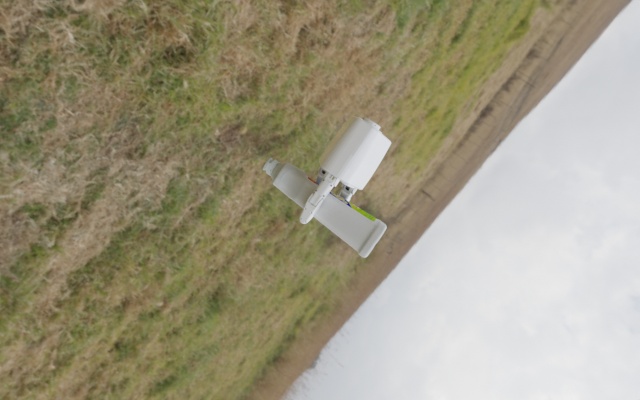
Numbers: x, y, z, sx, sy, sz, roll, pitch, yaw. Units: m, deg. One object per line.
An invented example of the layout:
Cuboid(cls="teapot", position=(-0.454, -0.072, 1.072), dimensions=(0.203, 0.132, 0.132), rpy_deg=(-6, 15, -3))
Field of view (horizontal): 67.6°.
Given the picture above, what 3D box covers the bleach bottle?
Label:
Cuboid(cls="bleach bottle", position=(0.000, 0.003, 0.875), dimensions=(0.251, 0.068, 0.102), rpy_deg=(35, 8, 7))
